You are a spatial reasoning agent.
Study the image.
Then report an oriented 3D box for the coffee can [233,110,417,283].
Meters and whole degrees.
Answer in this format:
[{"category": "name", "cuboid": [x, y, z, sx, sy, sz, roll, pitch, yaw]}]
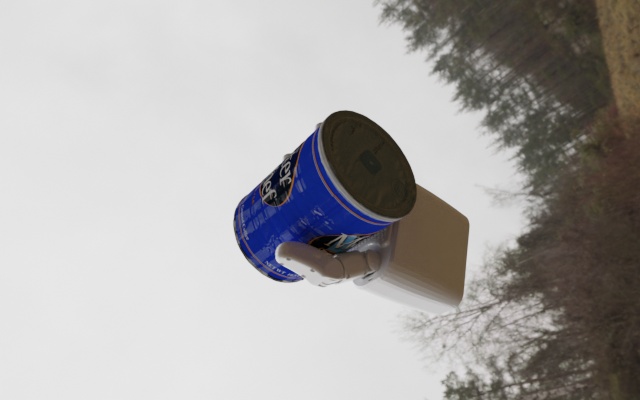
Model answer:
[{"category": "coffee can", "cuboid": [0.000, 0.001, 0.430, 0.103, 0.102, 0.140, 0, -28, -43]}]
